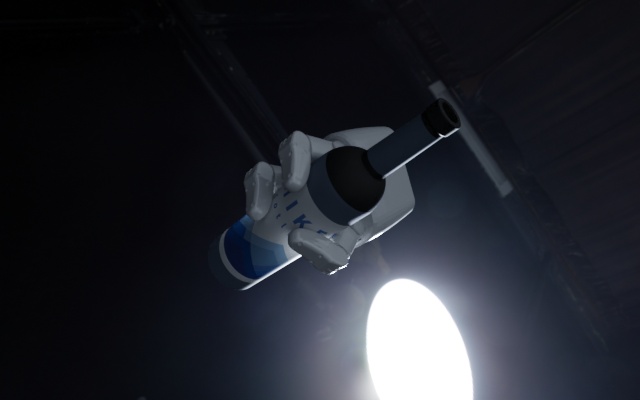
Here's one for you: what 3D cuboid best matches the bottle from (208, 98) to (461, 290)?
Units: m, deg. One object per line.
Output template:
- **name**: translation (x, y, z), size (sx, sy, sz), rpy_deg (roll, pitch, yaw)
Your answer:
- **bottle**: translation (0.000, 0.002, 0.445), size (0.069, 0.069, 0.296), rpy_deg (0, -27, -48)
